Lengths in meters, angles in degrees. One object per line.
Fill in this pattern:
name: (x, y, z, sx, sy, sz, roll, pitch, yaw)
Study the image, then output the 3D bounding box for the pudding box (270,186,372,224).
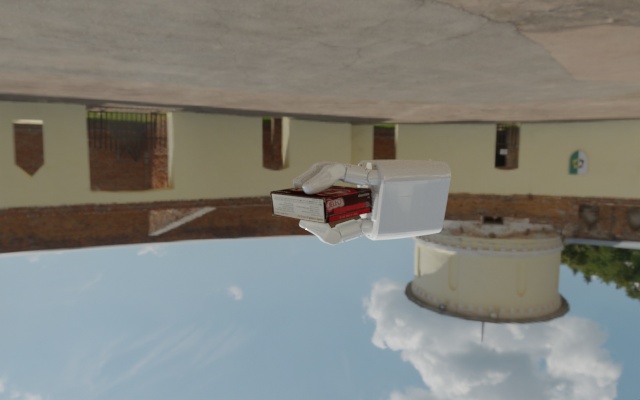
pudding box: (0.000, 0.002, 0.653, 0.090, 0.039, 0.113, -10, 9, -43)
